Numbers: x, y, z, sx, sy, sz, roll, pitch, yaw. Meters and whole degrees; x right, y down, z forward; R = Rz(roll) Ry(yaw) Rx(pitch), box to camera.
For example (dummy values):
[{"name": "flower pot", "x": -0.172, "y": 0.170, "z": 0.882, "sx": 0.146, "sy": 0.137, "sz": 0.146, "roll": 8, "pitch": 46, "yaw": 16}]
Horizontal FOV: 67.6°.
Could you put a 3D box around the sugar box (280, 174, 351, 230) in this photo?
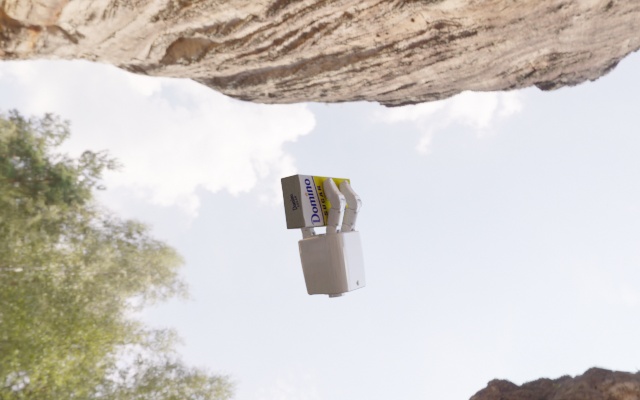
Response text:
[{"name": "sugar box", "x": 0.001, "y": 0.003, "z": 0.879, "sx": 0.048, "sy": 0.093, "sz": 0.176, "roll": -11, "pitch": -6, "yaw": 30}]
